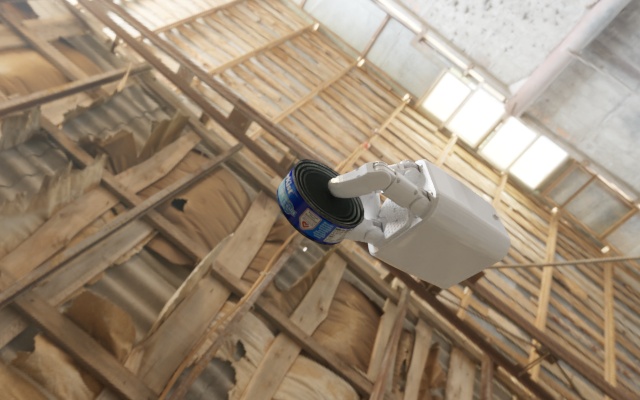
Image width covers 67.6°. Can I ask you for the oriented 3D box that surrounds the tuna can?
[{"bbox_3d":[0.000,0.002,0.471,0.086,0.086,0.034,0,-40,-50],"label":"tuna can"}]
